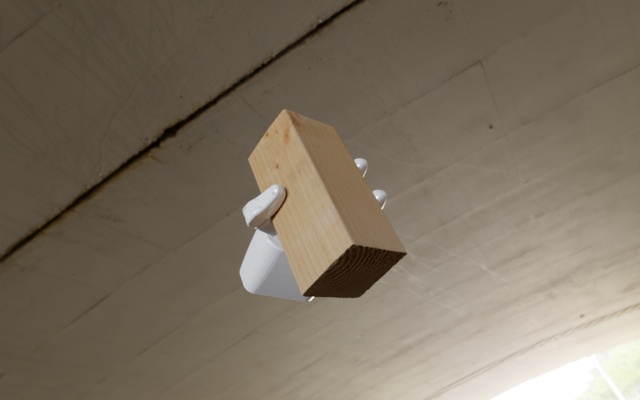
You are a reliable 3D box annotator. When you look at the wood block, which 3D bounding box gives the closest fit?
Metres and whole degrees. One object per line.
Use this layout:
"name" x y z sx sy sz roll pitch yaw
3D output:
"wood block" 0.000 0.002 0.558 0.091 0.206 0.090 12 -50 -42
